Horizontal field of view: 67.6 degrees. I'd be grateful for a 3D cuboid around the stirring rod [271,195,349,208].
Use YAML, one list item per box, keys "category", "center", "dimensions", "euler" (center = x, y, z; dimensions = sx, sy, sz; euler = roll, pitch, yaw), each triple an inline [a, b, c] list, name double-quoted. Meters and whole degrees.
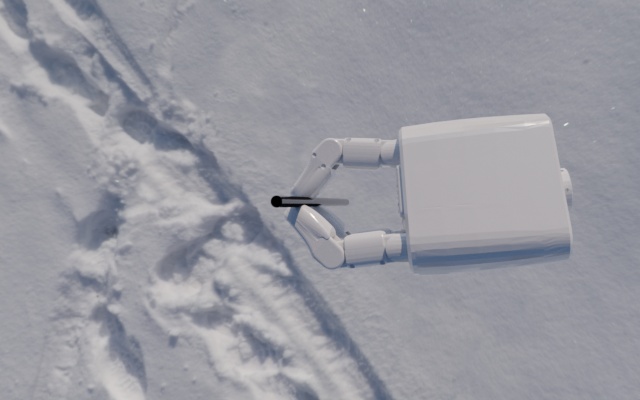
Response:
- category: "stirring rod"
  center: [0.000, 0.001, 0.426]
  dimensions: [0.011, 0.011, 0.239]
  euler: [0, 0, 14]
